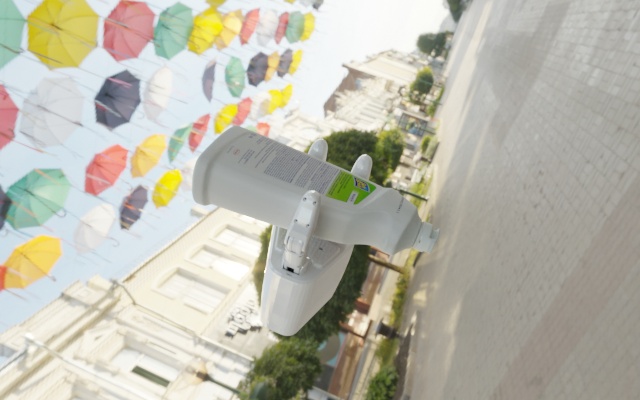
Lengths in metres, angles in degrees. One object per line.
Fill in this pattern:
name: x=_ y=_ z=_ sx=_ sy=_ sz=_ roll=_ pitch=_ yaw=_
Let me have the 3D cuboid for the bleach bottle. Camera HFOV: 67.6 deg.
bleach bottle: x=0.000 y=0.002 z=0.505 sx=0.251 sy=0.068 sz=0.102 roll=22 pitch=40 yaw=7
